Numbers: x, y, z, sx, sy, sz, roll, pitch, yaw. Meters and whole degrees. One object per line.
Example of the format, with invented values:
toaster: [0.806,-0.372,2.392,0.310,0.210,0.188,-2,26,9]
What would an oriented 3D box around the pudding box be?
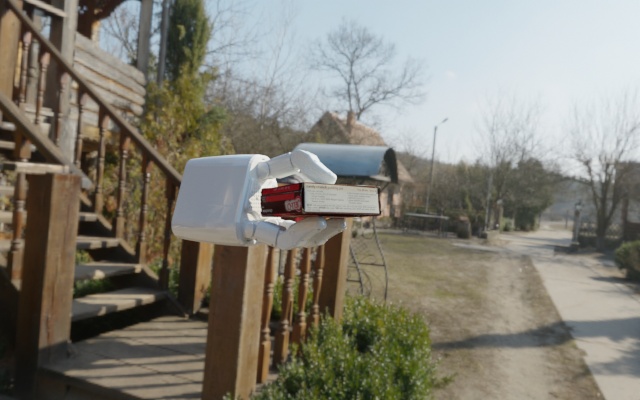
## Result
pudding box: [0.000,0.002,0.553,0.113,0.039,0.090,0,-2,-36]
